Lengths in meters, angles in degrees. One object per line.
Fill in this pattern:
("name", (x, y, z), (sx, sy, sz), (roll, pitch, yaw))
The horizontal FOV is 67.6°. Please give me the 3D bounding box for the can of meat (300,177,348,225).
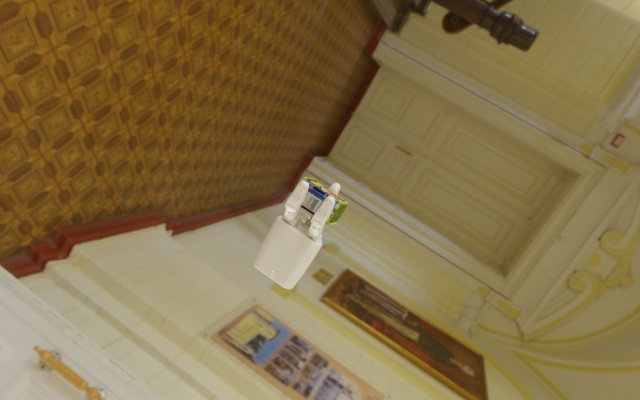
("can of meat", (0.000, 0.003, 0.897), (0.084, 0.057, 0.102), (34, 6, 11))
